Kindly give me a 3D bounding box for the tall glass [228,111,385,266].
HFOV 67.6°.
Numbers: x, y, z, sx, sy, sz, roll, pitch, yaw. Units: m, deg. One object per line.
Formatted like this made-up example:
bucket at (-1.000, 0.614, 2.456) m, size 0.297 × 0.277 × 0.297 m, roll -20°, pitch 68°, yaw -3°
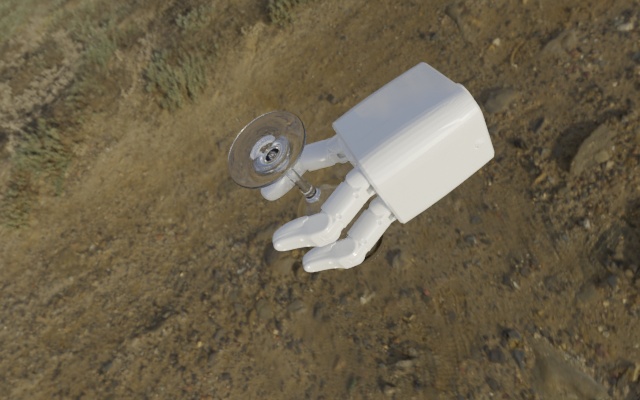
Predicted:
tall glass at (0.000, 0.001, 0.464) m, size 0.079 × 0.079 × 0.201 m, roll 0°, pitch -26°, yaw 30°
